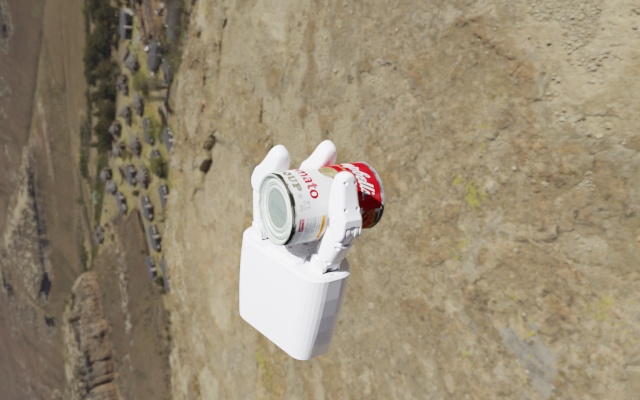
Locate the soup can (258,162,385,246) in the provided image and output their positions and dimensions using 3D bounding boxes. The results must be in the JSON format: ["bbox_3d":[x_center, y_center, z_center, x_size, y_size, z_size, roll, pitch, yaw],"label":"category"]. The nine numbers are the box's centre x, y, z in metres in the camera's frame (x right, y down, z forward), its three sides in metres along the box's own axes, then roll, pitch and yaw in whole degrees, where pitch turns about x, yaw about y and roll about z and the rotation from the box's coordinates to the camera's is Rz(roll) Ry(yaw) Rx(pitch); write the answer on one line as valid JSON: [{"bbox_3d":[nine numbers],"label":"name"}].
[{"bbox_3d":[0.000,0.001,0.451,0.102,0.068,0.068,-9,5,-33],"label":"soup can"}]
